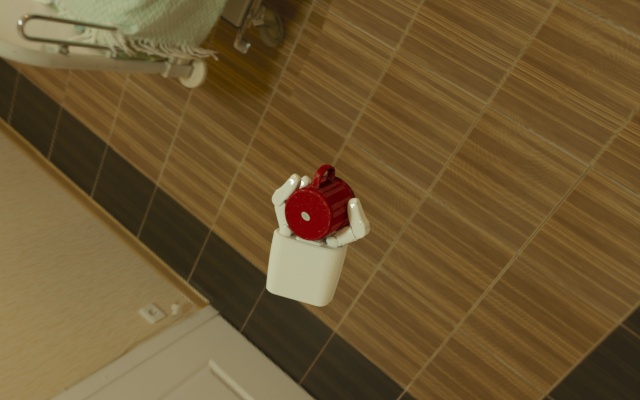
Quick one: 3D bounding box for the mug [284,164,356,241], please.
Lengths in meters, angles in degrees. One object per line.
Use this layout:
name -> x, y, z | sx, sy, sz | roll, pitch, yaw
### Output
mug -> 0.000, 0.001, 0.730 | 0.093, 0.117, 0.081 | 20, 21, 22
